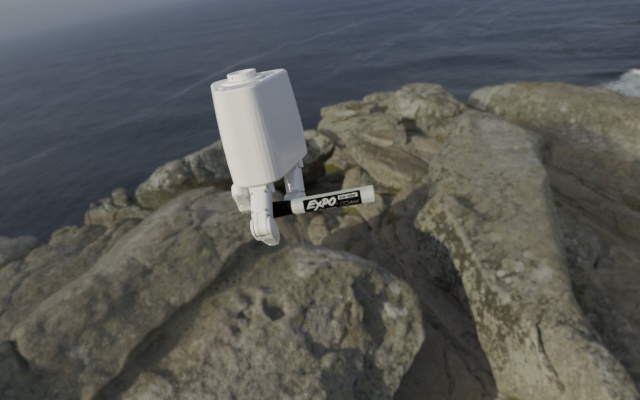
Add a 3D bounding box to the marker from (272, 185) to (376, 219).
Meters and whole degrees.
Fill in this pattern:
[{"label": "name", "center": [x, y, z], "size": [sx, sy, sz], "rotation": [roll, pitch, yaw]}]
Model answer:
[{"label": "marker", "center": [0.000, 0.002, 0.531], "size": [0.121, 0.020, 0.020], "rotation": [-10, -1, 6]}]
